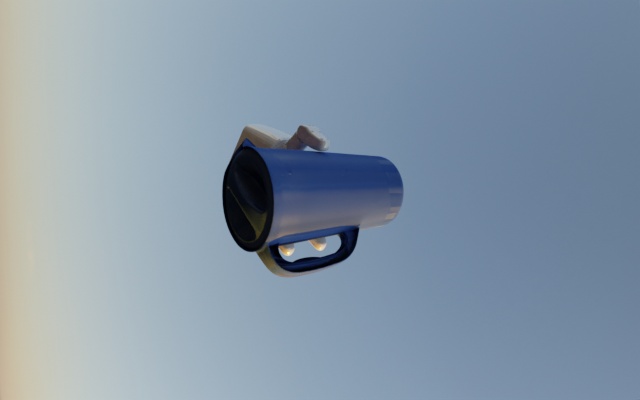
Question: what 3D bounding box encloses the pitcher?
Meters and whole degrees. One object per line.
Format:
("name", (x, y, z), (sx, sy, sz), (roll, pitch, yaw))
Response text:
("pitcher", (0.000, 0.002, 0.660), (0.243, 0.149, 0.145), (-4, 23, -37))
